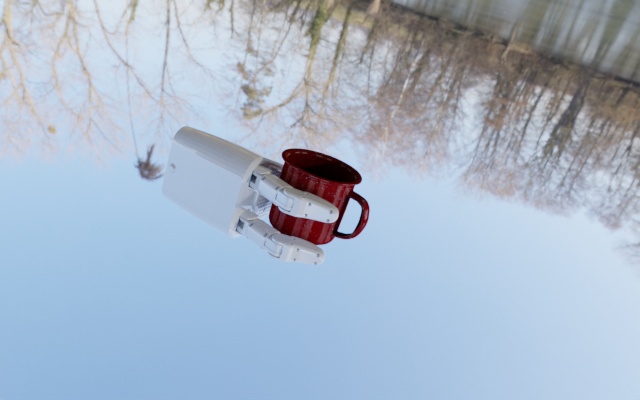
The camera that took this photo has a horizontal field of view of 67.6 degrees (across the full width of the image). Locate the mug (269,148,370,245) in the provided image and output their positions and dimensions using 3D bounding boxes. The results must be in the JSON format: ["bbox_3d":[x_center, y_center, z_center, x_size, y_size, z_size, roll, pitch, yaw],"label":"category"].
[{"bbox_3d":[0.001,0.003,0.533,0.117,0.081,0.093,27,22,19],"label":"mug"}]
